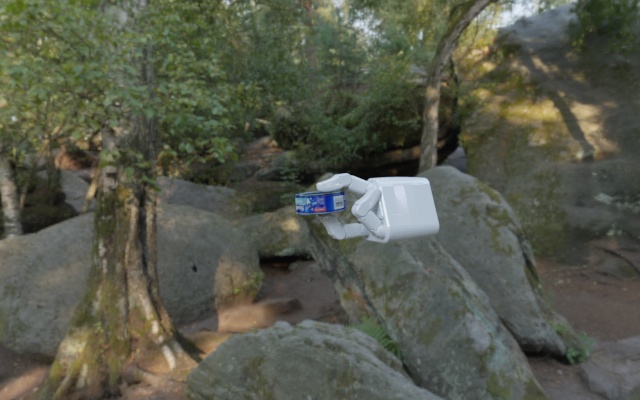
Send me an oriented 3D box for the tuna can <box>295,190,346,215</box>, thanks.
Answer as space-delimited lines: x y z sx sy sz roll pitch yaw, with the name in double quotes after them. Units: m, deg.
0.000 0.002 0.813 0.086 0.034 0.086 -5 5 0 "tuna can"
